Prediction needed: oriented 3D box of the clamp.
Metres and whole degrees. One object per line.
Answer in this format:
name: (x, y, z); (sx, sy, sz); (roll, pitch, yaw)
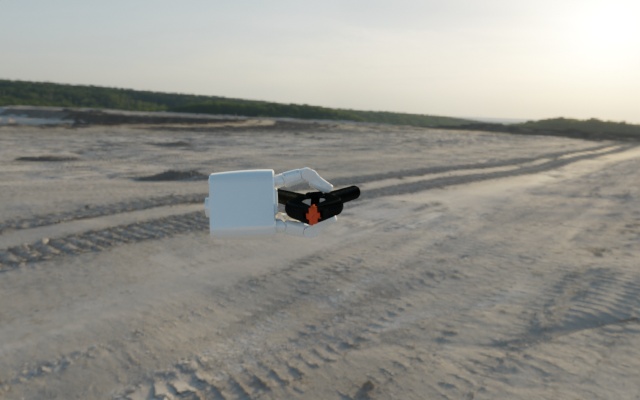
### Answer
clamp: (0.000, 0.002, 0.808); (0.164, 0.036, 0.210); (-5, 11, -5)
